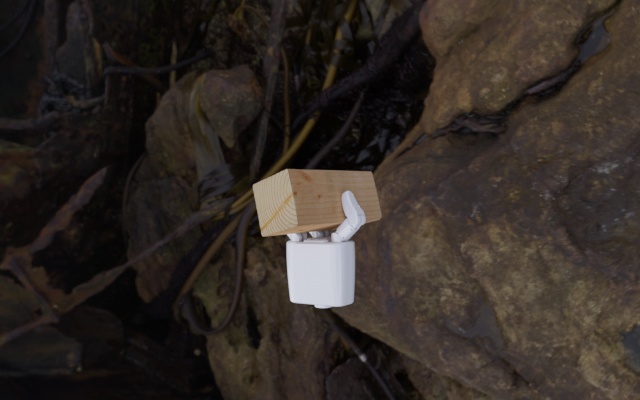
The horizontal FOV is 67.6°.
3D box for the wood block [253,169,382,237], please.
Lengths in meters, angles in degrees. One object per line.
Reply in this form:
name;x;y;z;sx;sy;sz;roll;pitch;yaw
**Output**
wood block;0.000;0.003;0.812;0.091;0.090;0.206;-19;-12;43
